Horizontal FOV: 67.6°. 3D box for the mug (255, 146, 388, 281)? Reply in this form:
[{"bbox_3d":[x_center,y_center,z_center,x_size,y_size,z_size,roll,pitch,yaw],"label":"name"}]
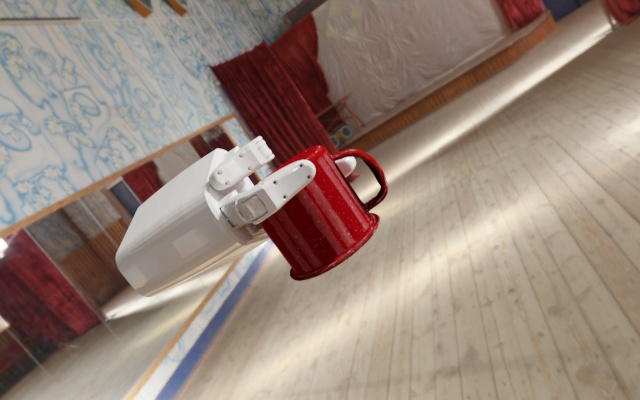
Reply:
[{"bbox_3d":[0.001,0.000,0.404,0.117,0.081,0.093,-32,12,13],"label":"mug"}]
